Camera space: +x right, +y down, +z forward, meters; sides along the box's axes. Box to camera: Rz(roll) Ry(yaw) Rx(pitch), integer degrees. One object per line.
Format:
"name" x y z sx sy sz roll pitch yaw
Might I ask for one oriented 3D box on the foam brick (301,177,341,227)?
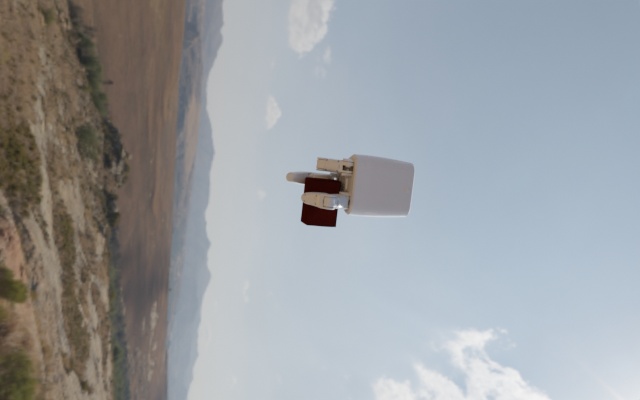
"foam brick" 0.000 0.003 0.794 0.051 0.078 0.053 5 6 -14
